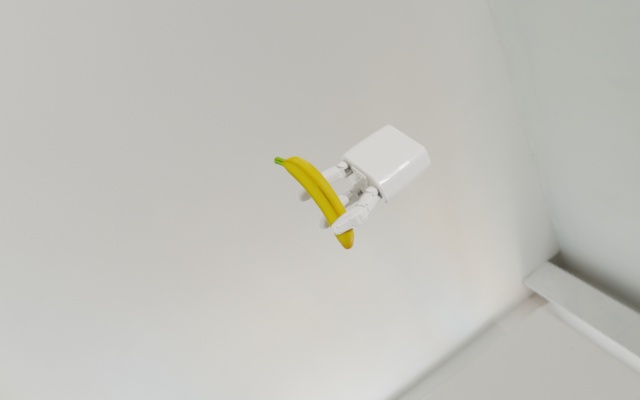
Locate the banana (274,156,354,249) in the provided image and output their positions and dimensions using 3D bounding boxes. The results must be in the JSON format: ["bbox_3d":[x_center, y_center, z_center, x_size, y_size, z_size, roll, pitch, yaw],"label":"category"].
[{"bbox_3d":[0.004,-0.001,0.772,0.037,0.198,0.069,-40,9,-17],"label":"banana"}]
